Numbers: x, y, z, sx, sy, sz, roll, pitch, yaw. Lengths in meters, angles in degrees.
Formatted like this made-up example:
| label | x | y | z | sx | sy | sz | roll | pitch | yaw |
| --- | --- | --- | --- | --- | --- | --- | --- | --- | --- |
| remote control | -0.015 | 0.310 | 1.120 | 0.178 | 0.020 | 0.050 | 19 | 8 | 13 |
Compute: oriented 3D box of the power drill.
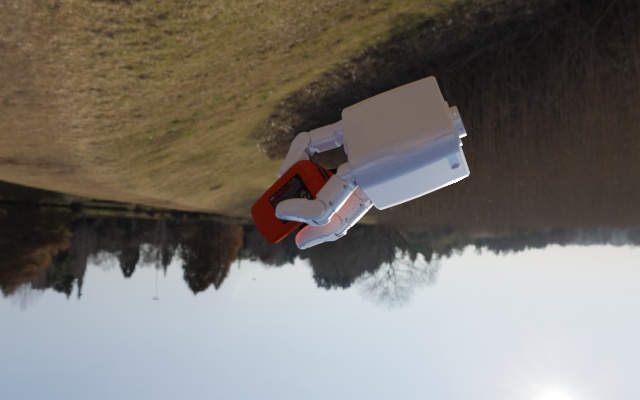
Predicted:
| label | x | y | z | sx | sy | sz | roll | pitch | yaw |
| --- | --- | --- | --- | --- | --- | --- | --- | --- | --- |
| power drill | 0.000 | 0.002 | 0.605 | 0.184 | 0.057 | 0.187 | -43 | -15 | 28 |
